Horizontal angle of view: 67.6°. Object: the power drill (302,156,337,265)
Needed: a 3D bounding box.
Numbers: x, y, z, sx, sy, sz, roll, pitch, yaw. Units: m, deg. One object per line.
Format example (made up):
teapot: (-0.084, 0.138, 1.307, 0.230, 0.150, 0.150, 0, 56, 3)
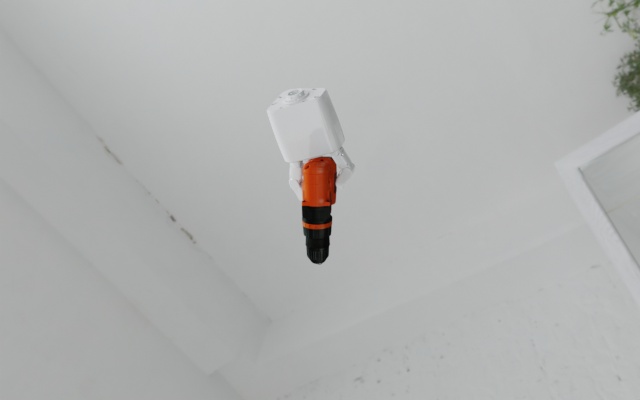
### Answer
power drill: (0.000, 0.002, 0.883, 0.057, 0.184, 0.187, 2, 18, 2)
